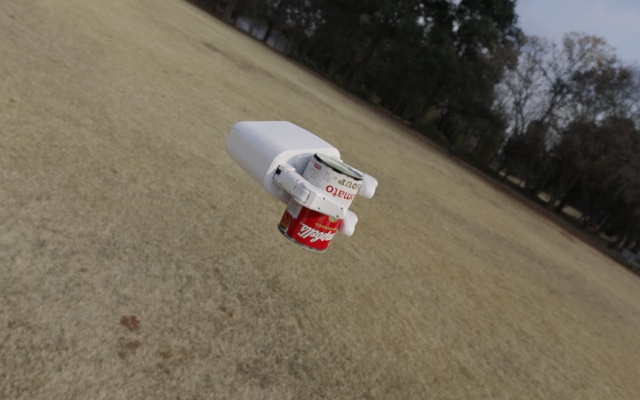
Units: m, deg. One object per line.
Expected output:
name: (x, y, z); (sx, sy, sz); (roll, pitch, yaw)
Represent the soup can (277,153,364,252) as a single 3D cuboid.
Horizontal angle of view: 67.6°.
soup can: (0.000, 0.002, 0.578); (0.068, 0.102, 0.068); (26, 13, -6)
